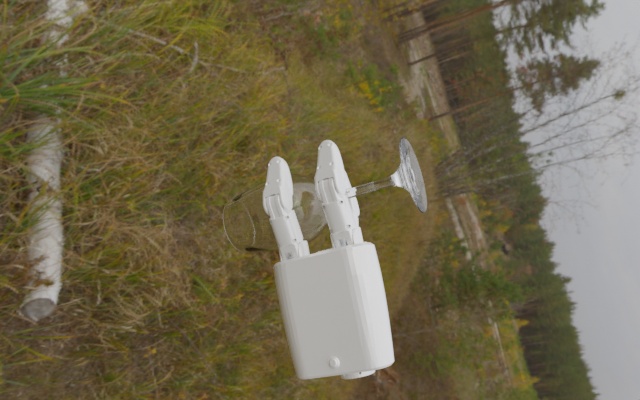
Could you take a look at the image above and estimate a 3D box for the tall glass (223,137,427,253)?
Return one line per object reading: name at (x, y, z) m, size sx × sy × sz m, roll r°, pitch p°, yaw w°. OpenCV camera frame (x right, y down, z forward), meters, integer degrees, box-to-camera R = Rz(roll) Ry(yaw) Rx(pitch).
tall glass at (0.001, 0.001, 0.487) m, size 0.201 × 0.079 × 0.079 m, roll -16°, pitch -6°, yaw 22°
